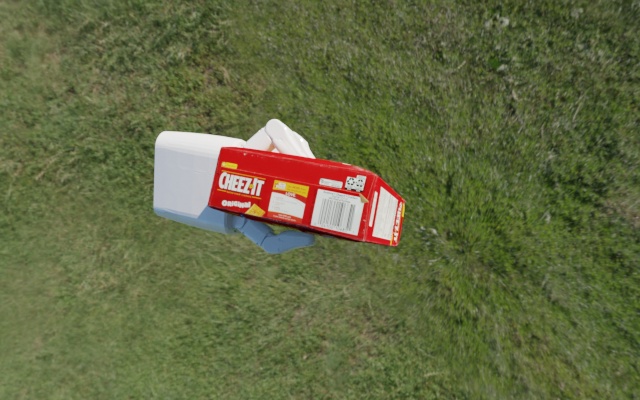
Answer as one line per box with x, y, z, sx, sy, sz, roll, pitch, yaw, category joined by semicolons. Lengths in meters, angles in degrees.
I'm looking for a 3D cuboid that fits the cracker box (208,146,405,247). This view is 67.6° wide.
0.000;0.002;0.544;0.164;0.072;0.214;11;-3;18;cracker box
